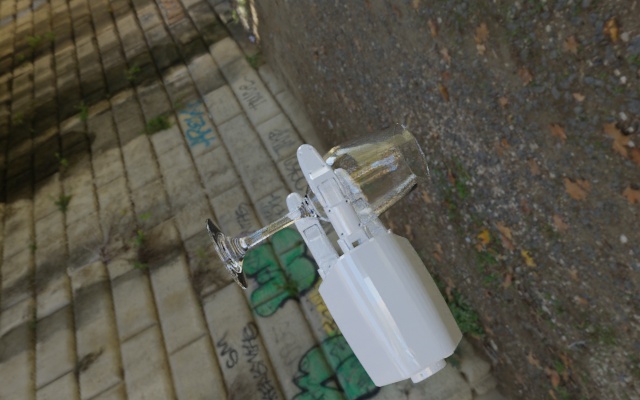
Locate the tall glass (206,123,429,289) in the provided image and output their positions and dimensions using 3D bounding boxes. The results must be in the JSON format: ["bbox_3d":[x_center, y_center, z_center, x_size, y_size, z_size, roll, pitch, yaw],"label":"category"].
[{"bbox_3d":[-0.001,0.002,0.447,0.201,0.079,0.079,-29,2,-4],"label":"tall glass"}]
